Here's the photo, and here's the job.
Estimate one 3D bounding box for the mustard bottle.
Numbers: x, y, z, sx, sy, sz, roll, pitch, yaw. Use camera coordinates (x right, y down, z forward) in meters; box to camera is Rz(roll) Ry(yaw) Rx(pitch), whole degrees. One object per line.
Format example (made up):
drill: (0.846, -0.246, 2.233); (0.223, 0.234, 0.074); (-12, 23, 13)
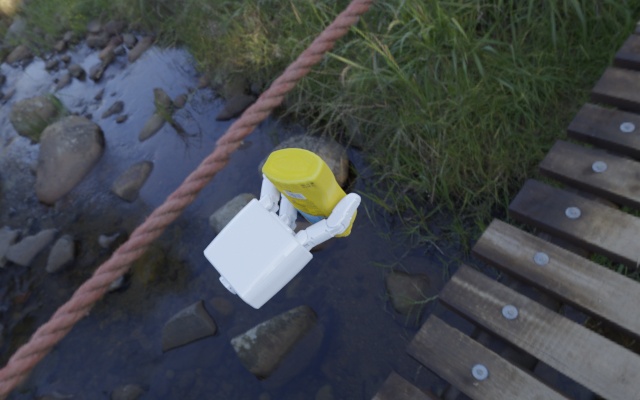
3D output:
mustard bottle: (0.000, 0.002, 0.698); (0.096, 0.058, 0.192); (10, -26, 34)
